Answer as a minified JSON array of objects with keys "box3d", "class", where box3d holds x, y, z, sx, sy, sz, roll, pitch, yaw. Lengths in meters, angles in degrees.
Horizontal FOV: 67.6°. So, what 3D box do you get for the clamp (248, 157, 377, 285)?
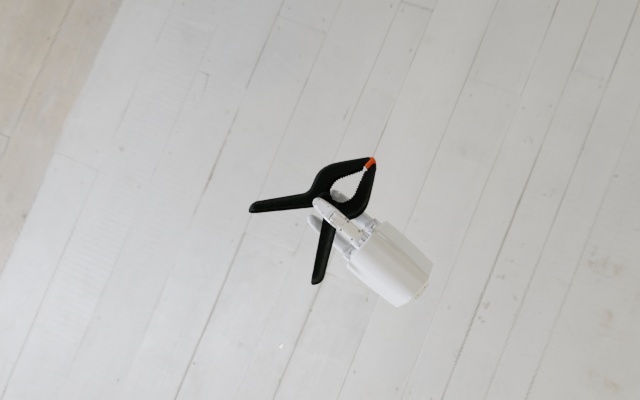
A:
[{"box3d":[0.001,0.002,0.747,0.164,0.210,0.036,41,-1,10],"class":"clamp"}]
